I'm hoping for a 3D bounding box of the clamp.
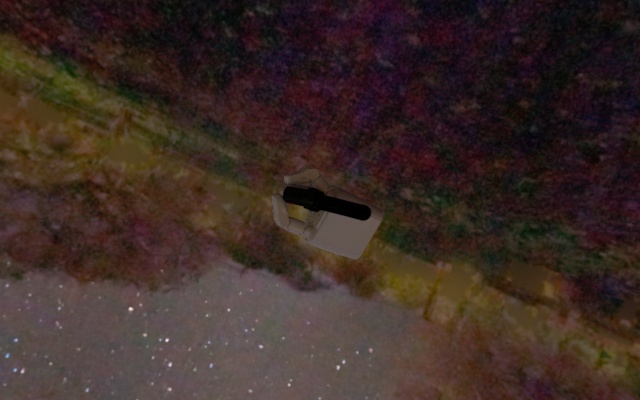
[{"bbox_3d":[0.000,0.003,0.772,0.120,0.039,0.171,24,-4,-24],"label":"clamp"}]
